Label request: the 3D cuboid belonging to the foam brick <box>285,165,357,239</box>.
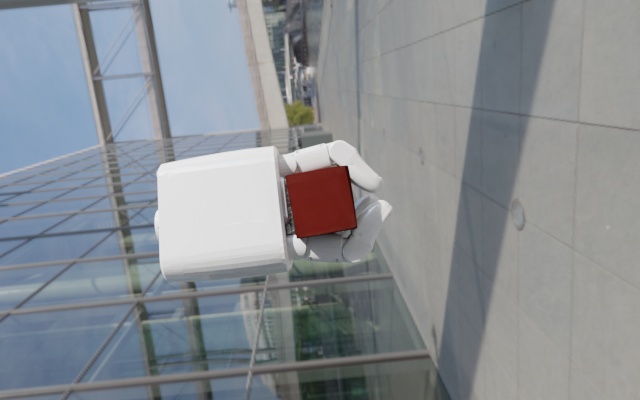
[{"bbox_3d":[0.000,0.001,0.414,0.051,0.053,0.078,-9,0,-2],"label":"foam brick"}]
